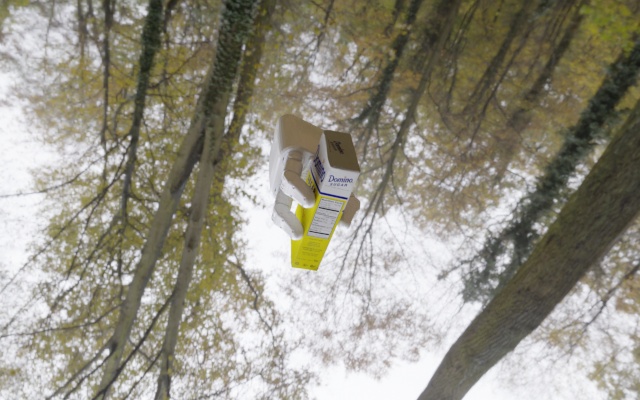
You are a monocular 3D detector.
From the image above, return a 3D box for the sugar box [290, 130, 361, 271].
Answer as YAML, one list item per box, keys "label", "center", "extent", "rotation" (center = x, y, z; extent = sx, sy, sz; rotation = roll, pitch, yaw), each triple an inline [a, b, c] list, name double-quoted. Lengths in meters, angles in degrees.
- label: "sugar box"
  center: [0.000, 0.002, 0.646]
  extent: [0.048, 0.176, 0.093]
  rotation: [9, 36, -13]
